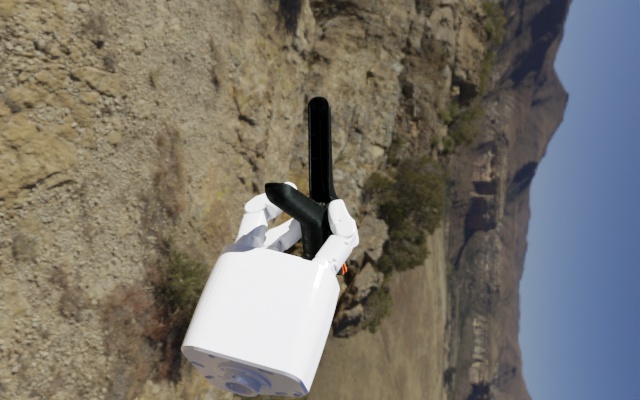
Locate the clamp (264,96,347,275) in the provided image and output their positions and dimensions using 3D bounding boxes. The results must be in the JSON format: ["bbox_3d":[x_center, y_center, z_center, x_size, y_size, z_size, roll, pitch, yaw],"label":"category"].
[{"bbox_3d":[0.001,0.002,0.534,0.036,0.164,0.210,1,-42,19],"label":"clamp"}]
